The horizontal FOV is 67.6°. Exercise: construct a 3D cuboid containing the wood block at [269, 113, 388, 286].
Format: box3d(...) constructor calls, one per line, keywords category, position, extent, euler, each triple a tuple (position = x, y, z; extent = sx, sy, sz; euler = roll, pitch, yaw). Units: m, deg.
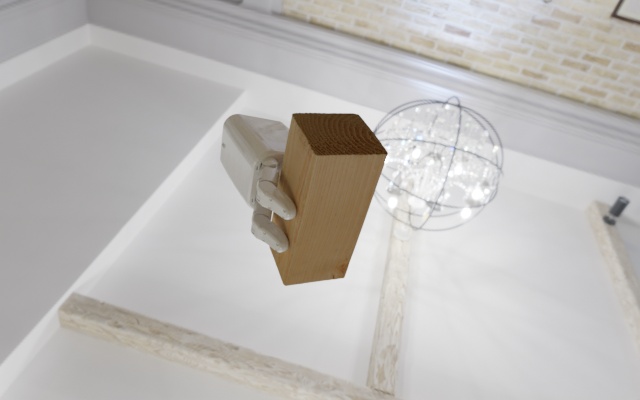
box3d(category="wood block", position=(0.000, 0.002, 0.602), extent=(0.091, 0.206, 0.090), euler=(-4, 42, -23))
